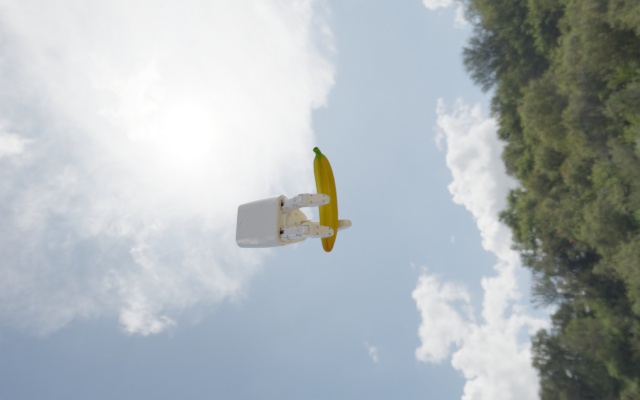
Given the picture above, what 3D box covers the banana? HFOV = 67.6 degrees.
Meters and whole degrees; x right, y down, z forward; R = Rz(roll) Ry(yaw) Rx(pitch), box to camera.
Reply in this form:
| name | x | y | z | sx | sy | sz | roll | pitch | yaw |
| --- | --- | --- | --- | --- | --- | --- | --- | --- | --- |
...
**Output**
| name | x | y | z | sx | sy | sz | roll | pitch | yaw |
| --- | --- | --- | --- | --- | --- | --- | --- | --- | --- |
| banana | 0.008 | -0.003 | 0.909 | 0.037 | 0.198 | 0.069 | -5 | 7 | 26 |
